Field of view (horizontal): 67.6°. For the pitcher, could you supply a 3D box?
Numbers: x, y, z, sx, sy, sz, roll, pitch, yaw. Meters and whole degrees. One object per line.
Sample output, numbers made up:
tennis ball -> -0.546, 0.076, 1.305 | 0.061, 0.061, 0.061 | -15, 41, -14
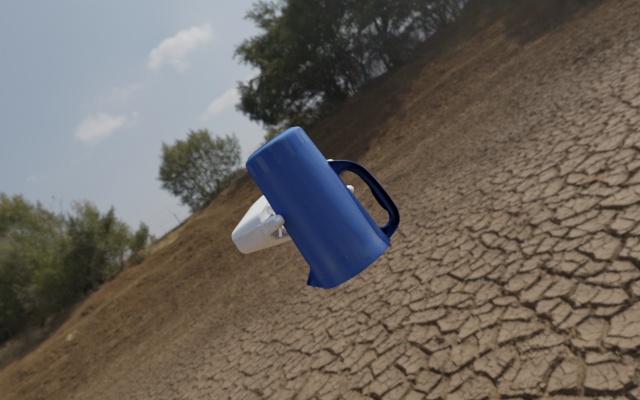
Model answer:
pitcher -> 0.000, 0.003, 0.758 | 0.145, 0.243, 0.149 | -31, 6, 47
